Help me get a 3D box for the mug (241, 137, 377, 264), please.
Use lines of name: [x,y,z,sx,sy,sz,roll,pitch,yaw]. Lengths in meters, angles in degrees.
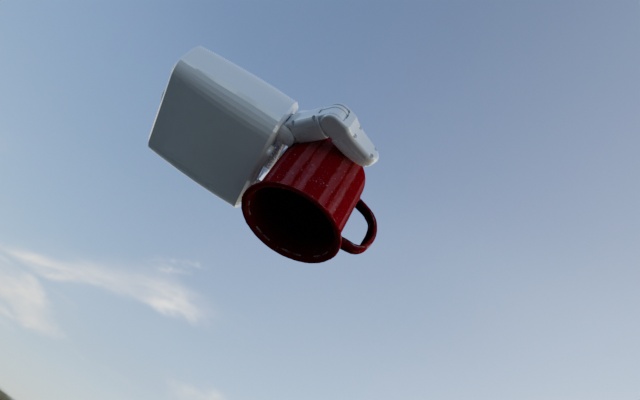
mug: [0.001,0.002,0.424,0.117,0.081,0.093,32,-40,-1]
